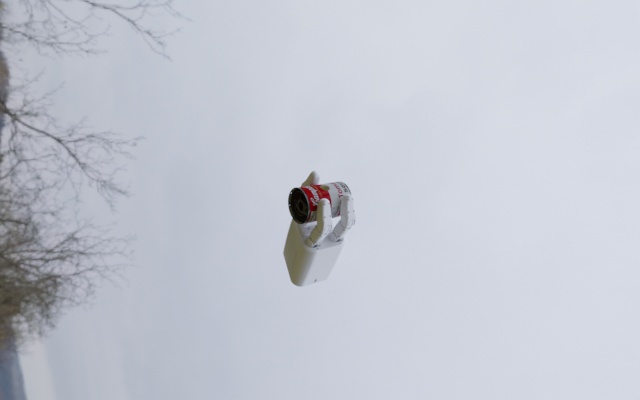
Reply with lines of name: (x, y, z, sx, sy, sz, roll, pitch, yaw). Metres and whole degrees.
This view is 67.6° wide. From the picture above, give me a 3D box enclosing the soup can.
soup can: (0.000, 0.002, 0.891, 0.102, 0.068, 0.068, -10, 6, -35)
